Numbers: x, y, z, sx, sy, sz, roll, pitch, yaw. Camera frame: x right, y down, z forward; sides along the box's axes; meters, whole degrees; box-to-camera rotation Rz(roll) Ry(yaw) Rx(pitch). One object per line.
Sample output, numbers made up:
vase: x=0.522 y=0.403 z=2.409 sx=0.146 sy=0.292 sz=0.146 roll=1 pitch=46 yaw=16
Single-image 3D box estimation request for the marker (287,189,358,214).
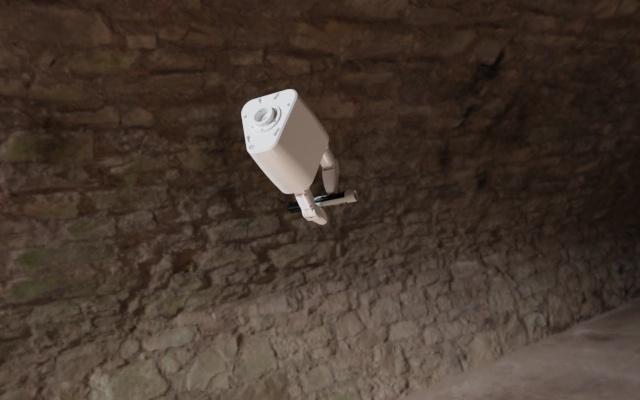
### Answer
marker: x=0.000 y=0.002 z=0.769 sx=0.121 sy=0.020 sz=0.020 roll=-11 pitch=-4 yaw=22
